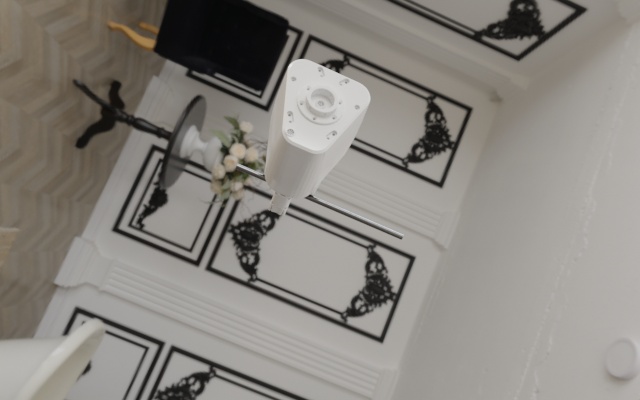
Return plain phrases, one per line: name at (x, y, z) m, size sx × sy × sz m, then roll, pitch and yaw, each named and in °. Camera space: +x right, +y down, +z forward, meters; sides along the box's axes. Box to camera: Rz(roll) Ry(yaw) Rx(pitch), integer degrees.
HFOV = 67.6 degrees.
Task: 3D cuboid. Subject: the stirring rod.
stirring rod at (0.000, 0.002, 0.637) m, size 0.239 × 0.011 × 0.011 m, roll 23°, pitch -2°, yaw -4°
